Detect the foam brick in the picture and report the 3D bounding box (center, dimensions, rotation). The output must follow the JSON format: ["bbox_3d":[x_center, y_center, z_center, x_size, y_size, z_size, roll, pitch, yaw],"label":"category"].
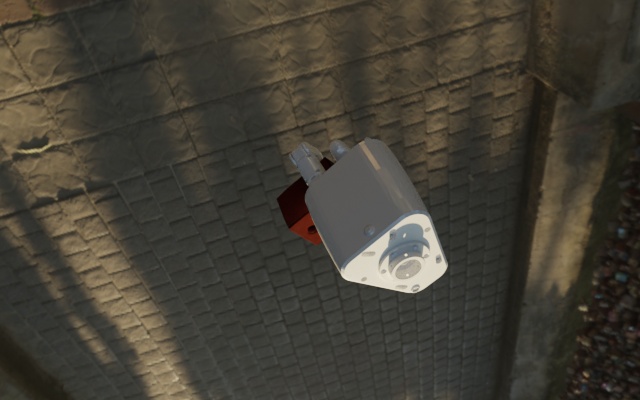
[{"bbox_3d":[0.000,0.002,0.532,0.078,0.051,0.053,-40,-43,16],"label":"foam brick"}]
